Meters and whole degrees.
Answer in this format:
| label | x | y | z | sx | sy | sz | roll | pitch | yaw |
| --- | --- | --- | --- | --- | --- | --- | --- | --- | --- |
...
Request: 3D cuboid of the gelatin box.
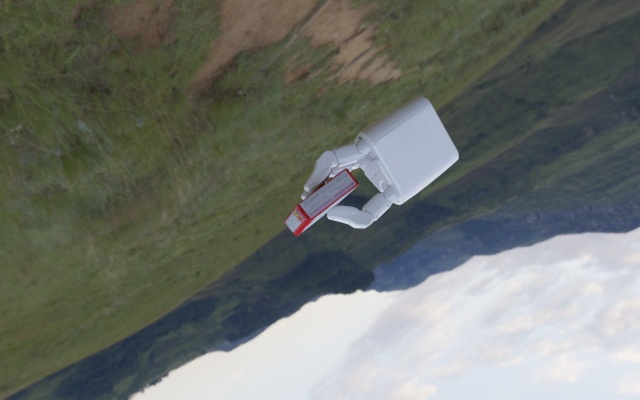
| label | x | y | z | sx | sy | sz | roll | pitch | yaw |
| --- | --- | --- | --- | --- | --- | --- | --- | --- | --- |
| gelatin box | 0.000 | 0.003 | 0.625 | 0.089 | 0.030 | 0.073 | -38 | -4 | -25 |
